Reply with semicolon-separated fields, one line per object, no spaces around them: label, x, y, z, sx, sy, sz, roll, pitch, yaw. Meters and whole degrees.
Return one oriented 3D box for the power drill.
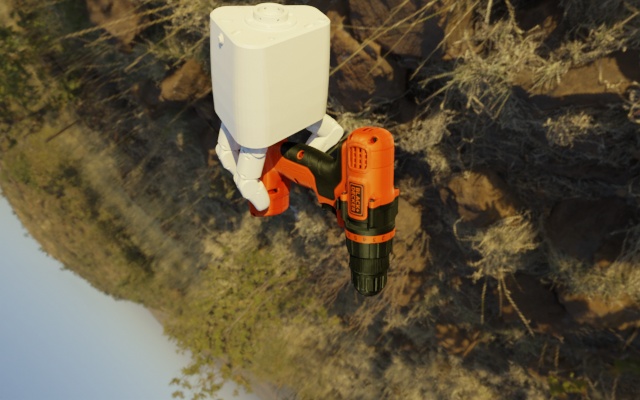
power drill;0.000;0.001;0.534;0.187;0.184;0.057;15;25;36
